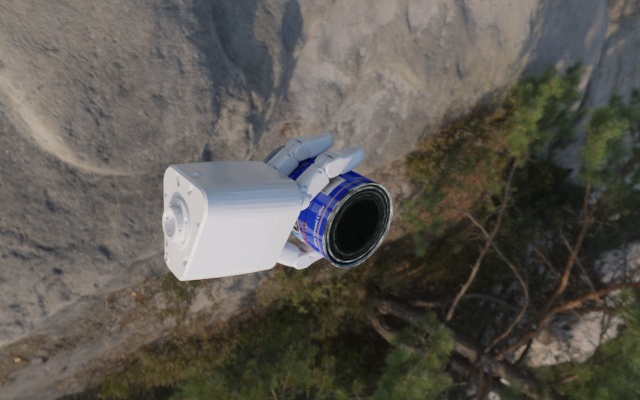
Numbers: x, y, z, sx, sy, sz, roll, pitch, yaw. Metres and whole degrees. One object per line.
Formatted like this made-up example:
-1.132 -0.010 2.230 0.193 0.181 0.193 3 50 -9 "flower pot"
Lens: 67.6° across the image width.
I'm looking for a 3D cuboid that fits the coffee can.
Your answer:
0.000 0.002 0.565 0.103 0.103 0.140 0 22 -43 "coffee can"
